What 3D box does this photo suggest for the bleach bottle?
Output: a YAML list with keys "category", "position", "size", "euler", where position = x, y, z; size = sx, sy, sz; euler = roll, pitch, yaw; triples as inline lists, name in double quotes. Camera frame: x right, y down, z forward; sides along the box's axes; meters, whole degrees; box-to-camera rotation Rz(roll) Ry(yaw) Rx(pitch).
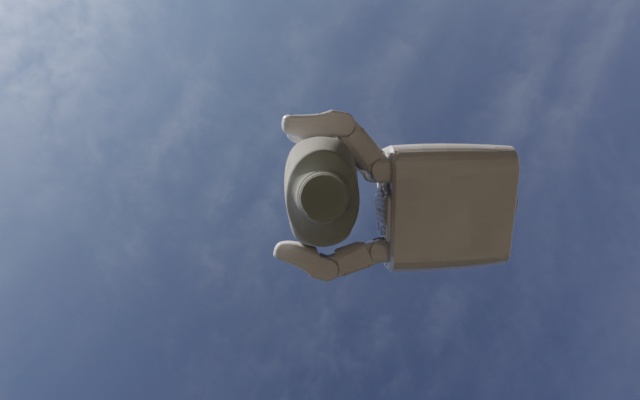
- category: "bleach bottle"
  position: [0.000, 0.001, 0.411]
  size: [0.068, 0.102, 0.251]
  euler: [-3, 3, -1]
